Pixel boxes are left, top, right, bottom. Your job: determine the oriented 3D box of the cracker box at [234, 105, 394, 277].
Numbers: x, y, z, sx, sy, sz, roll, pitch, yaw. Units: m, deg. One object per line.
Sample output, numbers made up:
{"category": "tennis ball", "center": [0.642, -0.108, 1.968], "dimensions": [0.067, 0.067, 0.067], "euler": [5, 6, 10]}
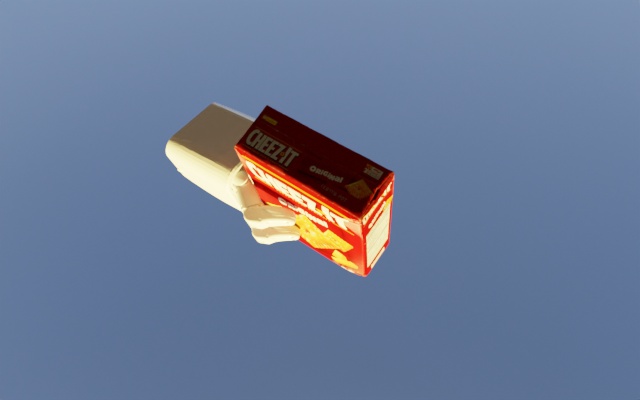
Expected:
{"category": "cracker box", "center": [0.000, 0.002, 0.582], "dimensions": [0.164, 0.072, 0.214], "euler": [30, -17, 18]}
